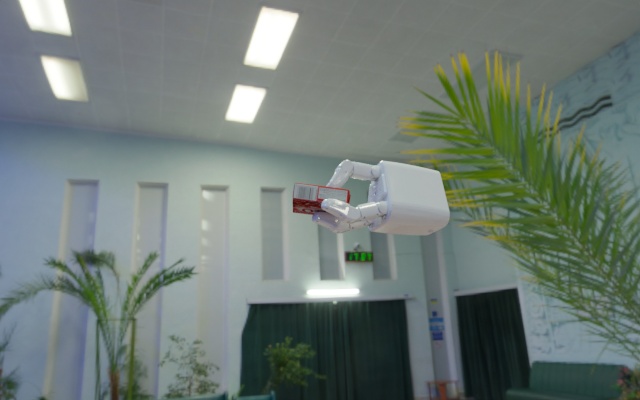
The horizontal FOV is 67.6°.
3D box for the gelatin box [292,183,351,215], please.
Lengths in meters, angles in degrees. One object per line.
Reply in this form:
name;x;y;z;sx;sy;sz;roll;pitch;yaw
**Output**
gelatin box;0.000;0.002;0.767;0.089;0.030;0.073;8;-19;-1
